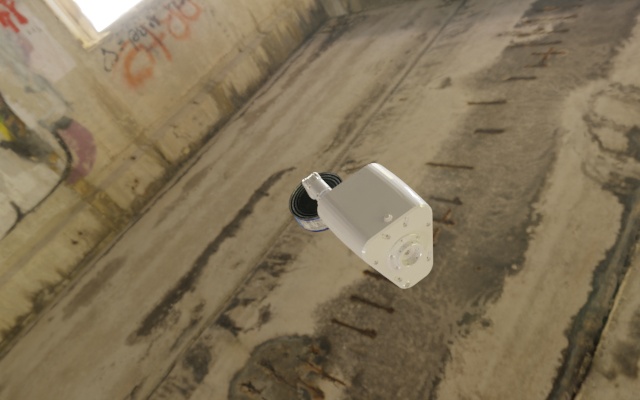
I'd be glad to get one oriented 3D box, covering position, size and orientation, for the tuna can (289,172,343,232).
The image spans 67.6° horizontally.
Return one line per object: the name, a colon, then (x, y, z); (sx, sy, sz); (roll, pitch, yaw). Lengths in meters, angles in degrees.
tuna can: (0.000, 0.003, 0.678); (0.086, 0.086, 0.034); (0, -39, 32)
